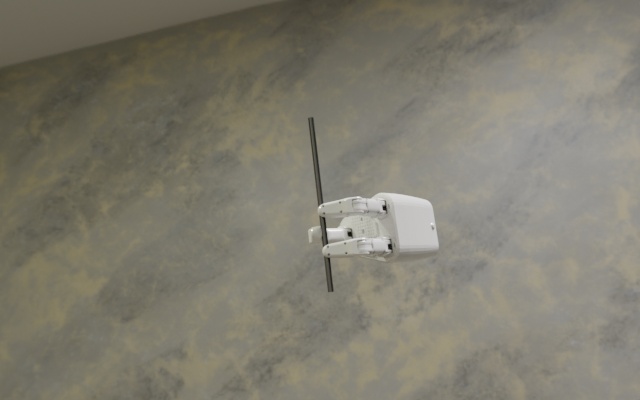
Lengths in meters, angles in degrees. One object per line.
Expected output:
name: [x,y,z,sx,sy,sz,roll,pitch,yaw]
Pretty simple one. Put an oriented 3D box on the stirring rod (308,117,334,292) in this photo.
stirring rod: [0.000,0.002,0.645,0.011,0.239,0.011,-6,-11,-1]
